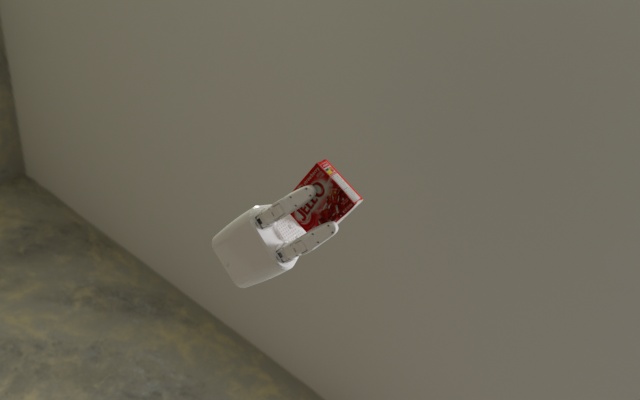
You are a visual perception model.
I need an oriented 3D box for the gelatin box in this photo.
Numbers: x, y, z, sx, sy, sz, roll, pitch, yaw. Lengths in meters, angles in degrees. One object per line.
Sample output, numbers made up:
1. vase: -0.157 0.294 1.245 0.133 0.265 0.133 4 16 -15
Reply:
1. gelatin box: 0.001 0.002 0.629 0.089 0.073 0.030 -46 -8 33
